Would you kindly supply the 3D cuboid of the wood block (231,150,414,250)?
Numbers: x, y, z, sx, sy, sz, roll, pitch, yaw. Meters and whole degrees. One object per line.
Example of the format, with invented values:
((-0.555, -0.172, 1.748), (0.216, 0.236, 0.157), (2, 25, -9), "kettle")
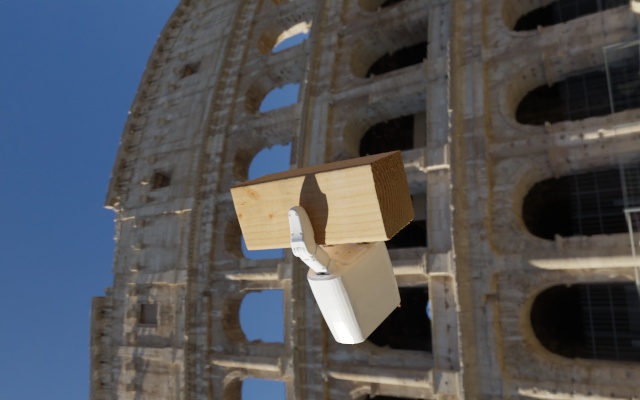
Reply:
((0.000, 0.002, 0.606), (0.206, 0.090, 0.091), (-8, 11, 33), "wood block")
